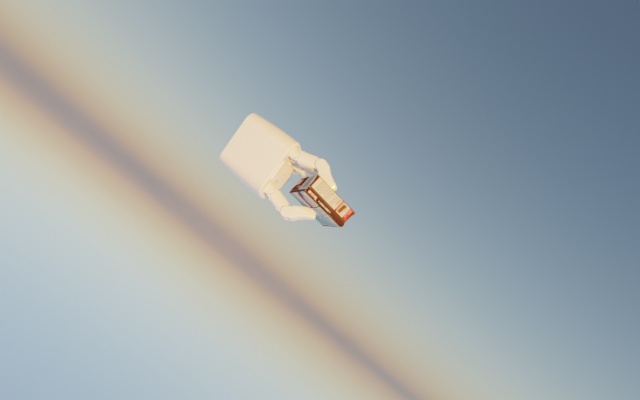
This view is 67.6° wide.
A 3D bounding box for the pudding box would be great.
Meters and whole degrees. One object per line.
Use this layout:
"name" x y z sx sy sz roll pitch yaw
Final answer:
"pudding box" 0.000 0.003 0.810 0.090 0.039 0.113 44 -11 -11
